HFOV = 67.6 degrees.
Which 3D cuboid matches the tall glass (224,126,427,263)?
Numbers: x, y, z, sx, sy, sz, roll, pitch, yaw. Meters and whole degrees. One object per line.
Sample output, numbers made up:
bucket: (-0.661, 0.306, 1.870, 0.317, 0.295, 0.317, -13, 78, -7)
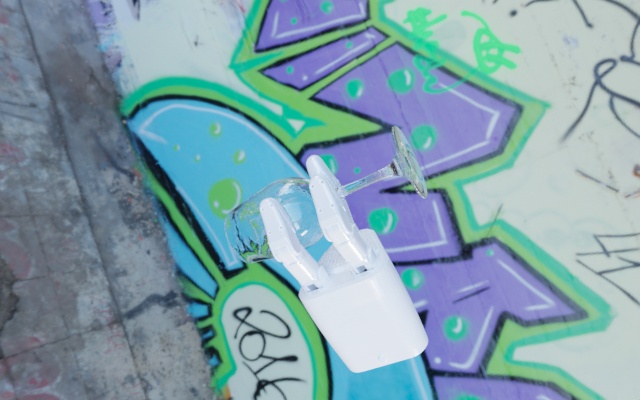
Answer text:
tall glass: (0.001, 0.001, 0.484, 0.201, 0.079, 0.079, -24, -9, 21)
